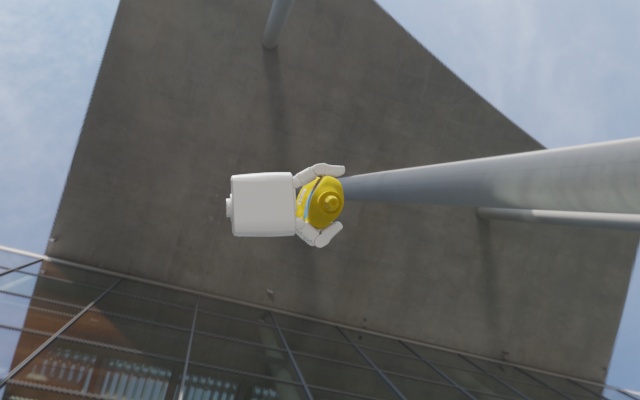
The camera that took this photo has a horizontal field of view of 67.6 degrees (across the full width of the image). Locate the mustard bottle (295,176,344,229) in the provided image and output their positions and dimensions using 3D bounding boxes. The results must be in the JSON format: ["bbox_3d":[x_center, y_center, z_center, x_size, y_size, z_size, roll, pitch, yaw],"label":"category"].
[{"bbox_3d":[0.000,0.003,0.863,0.058,0.096,0.191,24,-4,-11],"label":"mustard bottle"}]
